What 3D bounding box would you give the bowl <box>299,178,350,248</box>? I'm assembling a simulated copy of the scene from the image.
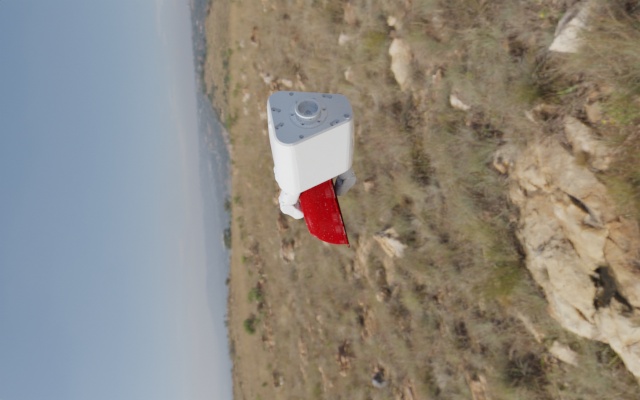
[{"bbox_3d":[0.000,0.003,0.747,0.055,0.162,0.162,-15,-1,3],"label":"bowl"}]
